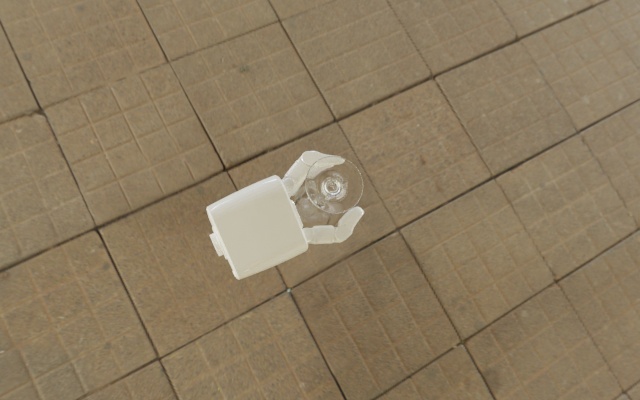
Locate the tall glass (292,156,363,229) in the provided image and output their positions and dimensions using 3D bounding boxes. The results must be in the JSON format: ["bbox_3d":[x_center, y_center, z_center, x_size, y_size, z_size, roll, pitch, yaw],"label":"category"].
[{"bbox_3d":[0.000,0.002,0.692,0.079,0.079,0.201,0,-13,-10],"label":"tall glass"}]
